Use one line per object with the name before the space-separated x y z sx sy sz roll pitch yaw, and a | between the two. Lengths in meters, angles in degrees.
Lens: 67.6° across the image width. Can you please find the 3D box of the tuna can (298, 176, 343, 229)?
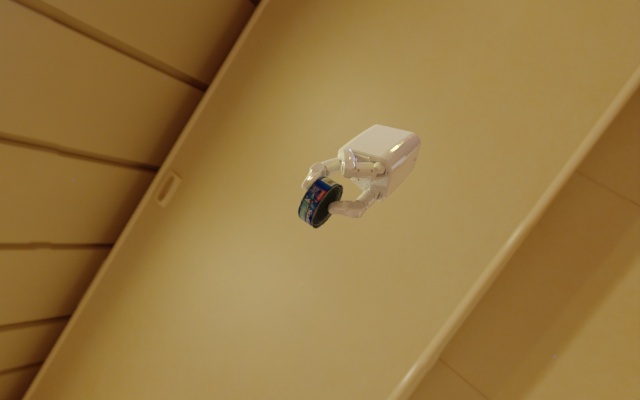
tuna can | 0.000 0.002 0.805 0.033 0.086 0.086 33 12 19
